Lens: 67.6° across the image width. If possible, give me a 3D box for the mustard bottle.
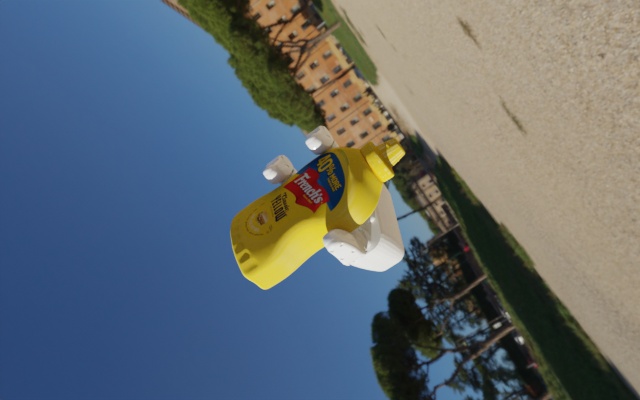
[{"bbox_3d":[0.000,0.002,0.475,0.191,0.096,0.058,-35,-51,13],"label":"mustard bottle"}]
